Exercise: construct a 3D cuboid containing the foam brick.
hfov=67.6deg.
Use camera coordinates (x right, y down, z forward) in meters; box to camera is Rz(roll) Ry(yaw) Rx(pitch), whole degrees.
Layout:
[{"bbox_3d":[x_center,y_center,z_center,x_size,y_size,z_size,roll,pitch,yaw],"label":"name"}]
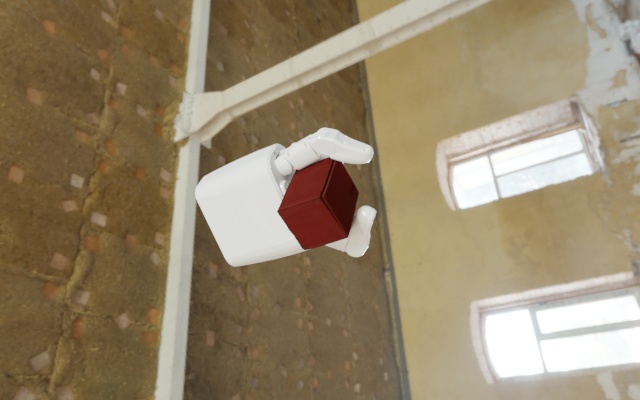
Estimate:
[{"bbox_3d":[0.000,0.002,0.473,0.051,0.053,0.078,-19,28,25],"label":"foam brick"}]
